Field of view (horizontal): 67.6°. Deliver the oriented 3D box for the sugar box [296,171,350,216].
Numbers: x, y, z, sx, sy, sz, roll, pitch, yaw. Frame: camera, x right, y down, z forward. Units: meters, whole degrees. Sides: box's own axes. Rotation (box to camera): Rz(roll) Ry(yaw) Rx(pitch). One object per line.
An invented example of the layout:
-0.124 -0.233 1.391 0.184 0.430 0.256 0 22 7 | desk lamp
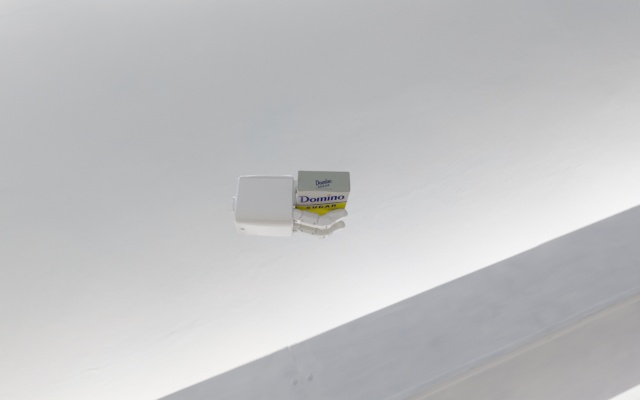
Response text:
0.000 0.003 0.897 0.093 0.048 0.176 1 -22 -3 | sugar box
